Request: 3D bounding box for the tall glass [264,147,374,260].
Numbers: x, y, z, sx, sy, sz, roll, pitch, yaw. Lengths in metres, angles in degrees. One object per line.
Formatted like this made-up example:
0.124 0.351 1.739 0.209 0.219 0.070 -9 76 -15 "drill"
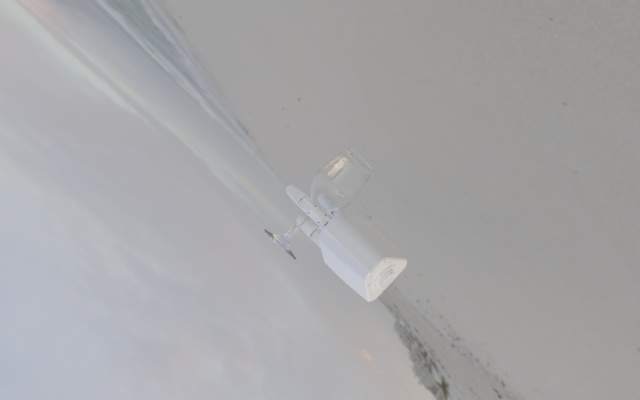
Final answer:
0.000 0.003 0.808 0.079 0.201 0.079 43 -2 2 "tall glass"
